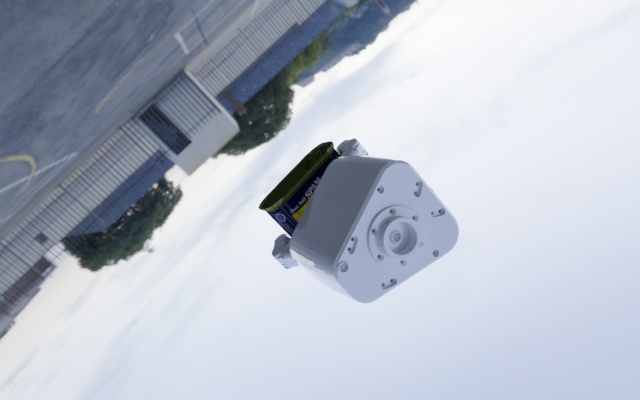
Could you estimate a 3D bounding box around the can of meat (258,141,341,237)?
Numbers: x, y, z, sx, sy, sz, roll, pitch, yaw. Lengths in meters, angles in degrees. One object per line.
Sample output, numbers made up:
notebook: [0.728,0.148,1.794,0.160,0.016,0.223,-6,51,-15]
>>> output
can of meat: [0.000,0.002,0.512,0.084,0.102,0.057,47,-15,-17]
